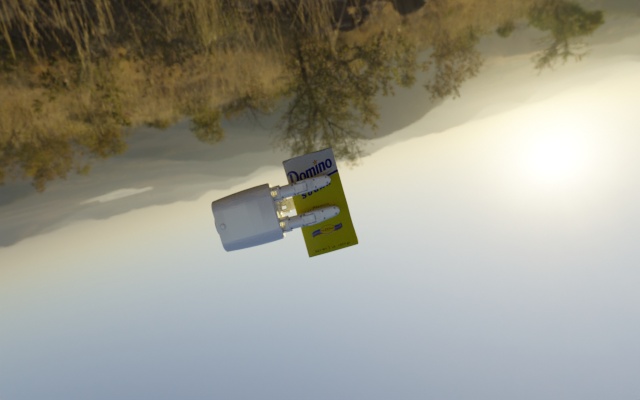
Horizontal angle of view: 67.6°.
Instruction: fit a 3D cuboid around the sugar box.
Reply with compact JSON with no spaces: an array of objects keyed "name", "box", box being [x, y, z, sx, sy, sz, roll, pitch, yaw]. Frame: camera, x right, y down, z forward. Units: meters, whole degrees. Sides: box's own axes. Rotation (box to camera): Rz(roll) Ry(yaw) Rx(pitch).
[{"name":"sugar box","box":[0.000,0.003,0.842,0.093,0.176,0.048,-16,4,1]}]
